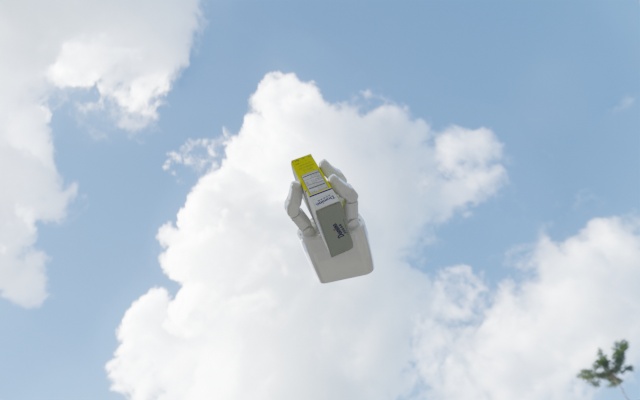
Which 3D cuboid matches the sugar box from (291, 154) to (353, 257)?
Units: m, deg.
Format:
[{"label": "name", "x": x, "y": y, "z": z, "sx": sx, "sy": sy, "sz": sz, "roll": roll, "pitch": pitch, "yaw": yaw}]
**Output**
[{"label": "sugar box", "x": 0.001, "y": 0.002, "z": 0.772, "sx": 0.048, "sy": 0.093, "sz": 0.176, "roll": -23, "pitch": 34, "yaw": -7}]
